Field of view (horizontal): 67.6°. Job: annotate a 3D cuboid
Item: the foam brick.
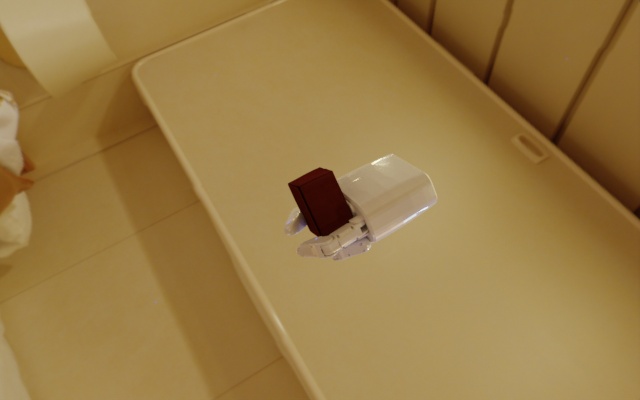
[{"bbox_3d":[0.000,0.002,0.627,0.051,0.078,0.053,-29,17,-12],"label":"foam brick"}]
